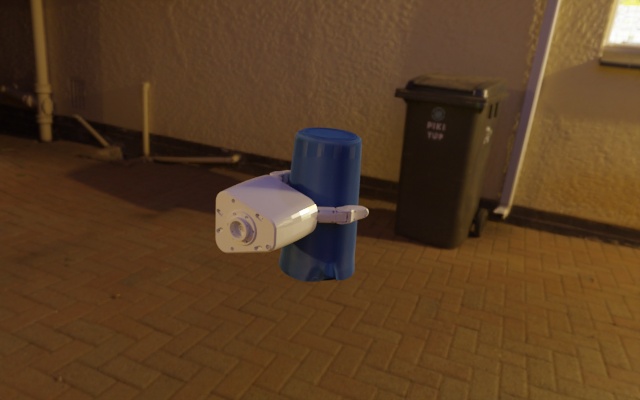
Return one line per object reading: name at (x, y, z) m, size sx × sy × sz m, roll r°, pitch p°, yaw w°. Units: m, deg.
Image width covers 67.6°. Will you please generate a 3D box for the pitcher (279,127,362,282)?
pitcher at (0.000, 0.003, 0.810) m, size 0.149 × 0.243 × 0.145 m, roll 16°, pitch 21°, yaw 28°
